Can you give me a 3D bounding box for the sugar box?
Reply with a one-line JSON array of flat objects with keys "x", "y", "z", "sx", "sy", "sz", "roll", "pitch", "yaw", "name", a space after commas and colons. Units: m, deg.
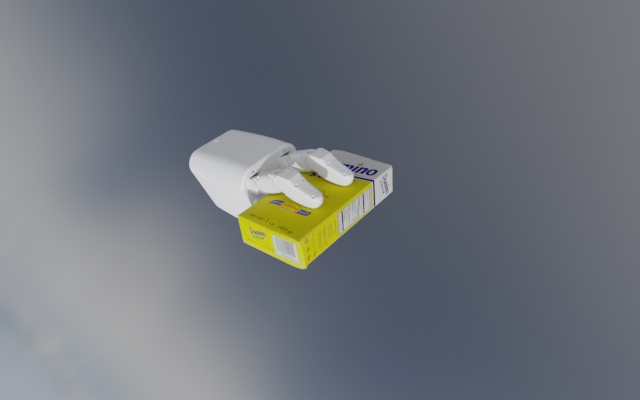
[{"x": 0.000, "y": 0.001, "z": 0.559, "sx": 0.093, "sy": 0.048, "sz": 0.176, "roll": 20, "pitch": 45, "yaw": 33, "name": "sugar box"}]
